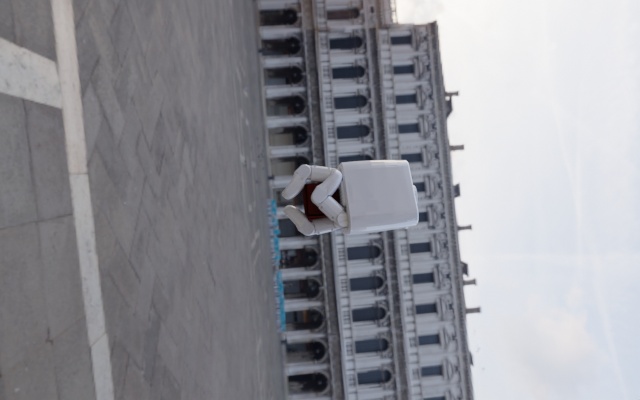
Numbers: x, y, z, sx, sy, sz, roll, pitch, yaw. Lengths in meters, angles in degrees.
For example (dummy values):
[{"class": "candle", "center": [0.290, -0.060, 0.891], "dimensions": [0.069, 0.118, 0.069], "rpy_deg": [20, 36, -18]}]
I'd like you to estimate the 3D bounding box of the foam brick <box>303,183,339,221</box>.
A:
[{"class": "foam brick", "center": [0.000, 0.002, 0.762], "dimensions": [0.051, 0.053, 0.078], "rpy_deg": [-5, -6, -5]}]
